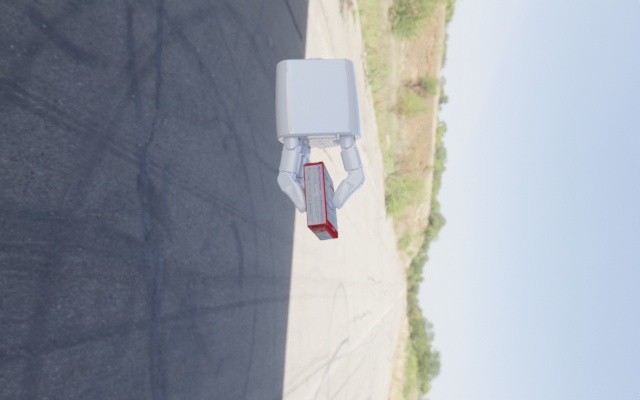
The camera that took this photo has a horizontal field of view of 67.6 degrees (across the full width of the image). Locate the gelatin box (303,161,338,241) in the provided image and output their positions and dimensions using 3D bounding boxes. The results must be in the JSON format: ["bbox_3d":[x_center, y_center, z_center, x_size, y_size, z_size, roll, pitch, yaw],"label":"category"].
[{"bbox_3d":[0.001,0.002,0.637,0.030,0.089,0.073,-8,-19,10],"label":"gelatin box"}]
